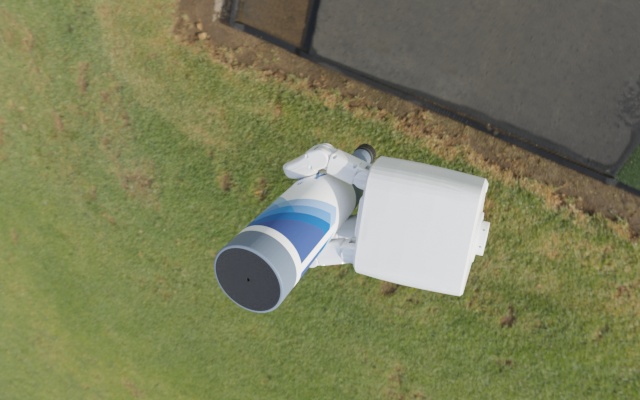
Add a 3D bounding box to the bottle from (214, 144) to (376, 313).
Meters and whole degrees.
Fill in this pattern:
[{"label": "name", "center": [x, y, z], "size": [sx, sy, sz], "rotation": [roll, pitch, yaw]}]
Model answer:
[{"label": "bottle", "center": [0.000, 0.002, 0.508], "size": [0.069, 0.069, 0.295], "rotation": [0, 26, 27]}]
